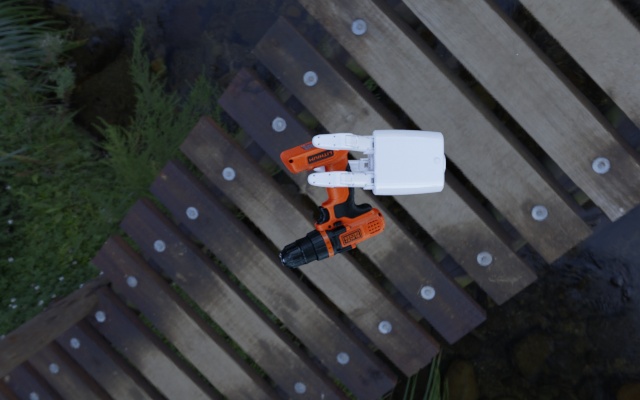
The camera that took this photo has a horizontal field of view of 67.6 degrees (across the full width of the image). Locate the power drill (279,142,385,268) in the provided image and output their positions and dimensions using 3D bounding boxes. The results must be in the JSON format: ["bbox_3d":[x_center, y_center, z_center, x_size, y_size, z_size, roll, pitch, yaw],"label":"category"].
[{"bbox_3d":[0.000,0.002,0.762,0.184,0.188,0.057,-23,22,-13],"label":"power drill"}]
